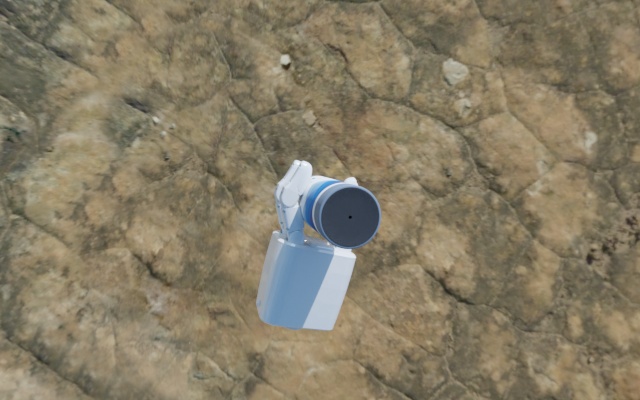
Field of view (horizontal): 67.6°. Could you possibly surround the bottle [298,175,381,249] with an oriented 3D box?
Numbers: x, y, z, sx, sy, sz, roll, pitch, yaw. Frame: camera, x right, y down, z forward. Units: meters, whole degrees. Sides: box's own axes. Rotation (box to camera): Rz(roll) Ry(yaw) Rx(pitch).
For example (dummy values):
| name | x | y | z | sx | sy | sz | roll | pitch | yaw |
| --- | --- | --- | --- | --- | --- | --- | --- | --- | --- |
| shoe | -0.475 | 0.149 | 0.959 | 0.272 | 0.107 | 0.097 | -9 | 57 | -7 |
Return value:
| name | x | y | z | sx | sy | sz | roll | pitch | yaw |
| --- | --- | --- | --- | --- | --- | --- | --- | --- | --- |
| bottle | 0.000 | 0.002 | 0.629 | 0.069 | 0.069 | 0.295 | 0 | 6 | -12 |
